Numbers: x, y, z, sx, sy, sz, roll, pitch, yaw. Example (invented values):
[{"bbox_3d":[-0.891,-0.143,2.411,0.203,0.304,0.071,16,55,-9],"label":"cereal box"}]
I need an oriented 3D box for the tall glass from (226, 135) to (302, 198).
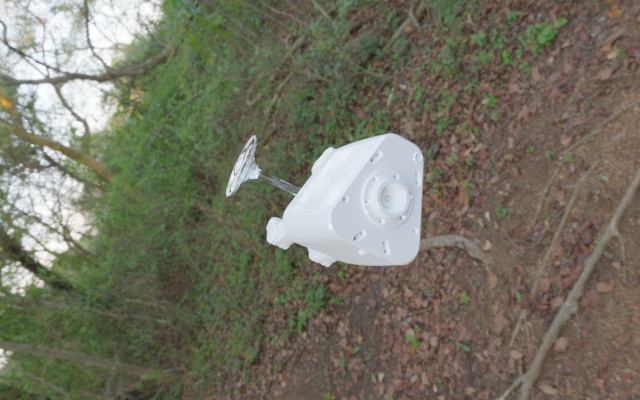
[{"bbox_3d":[-0.001,0.001,0.545,0.201,0.079,0.079,24,-9,-19],"label":"tall glass"}]
